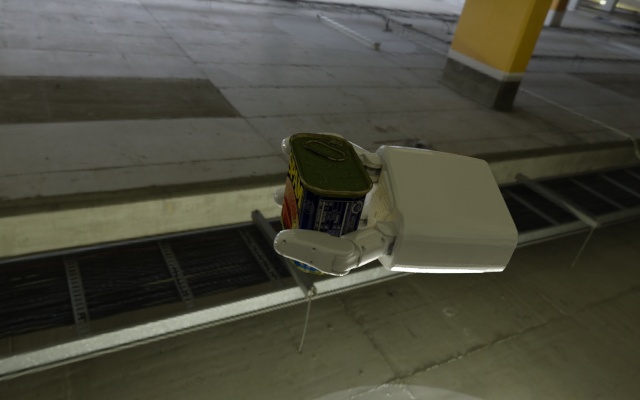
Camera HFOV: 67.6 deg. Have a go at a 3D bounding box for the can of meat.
[{"bbox_3d":[0.000,0.002,0.411,0.057,0.084,0.102,2,31,-14],"label":"can of meat"}]
